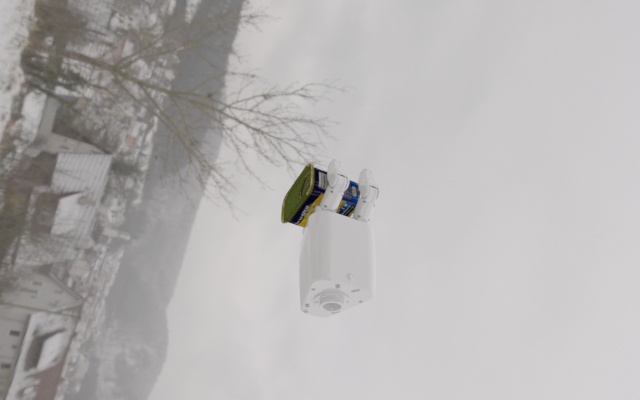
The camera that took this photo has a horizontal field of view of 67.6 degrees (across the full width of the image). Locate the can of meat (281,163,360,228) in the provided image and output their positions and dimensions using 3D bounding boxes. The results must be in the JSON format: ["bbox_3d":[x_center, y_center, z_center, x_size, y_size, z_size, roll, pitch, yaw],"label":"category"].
[{"bbox_3d":[0.000,0.002,0.714,0.084,0.057,0.102,19,-45,-21],"label":"can of meat"}]
